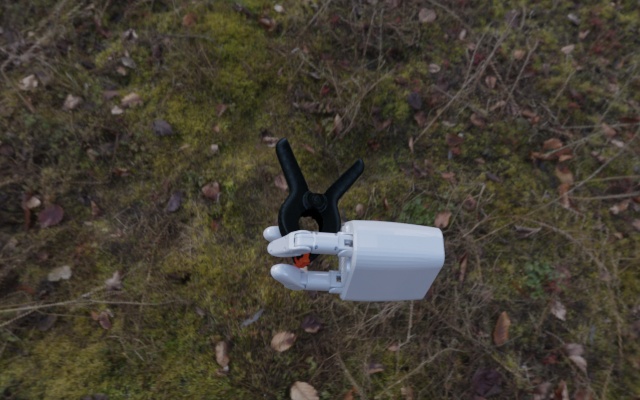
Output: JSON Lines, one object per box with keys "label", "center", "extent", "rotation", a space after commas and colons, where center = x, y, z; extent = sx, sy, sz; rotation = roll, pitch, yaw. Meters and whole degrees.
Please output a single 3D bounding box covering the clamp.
{"label": "clamp", "center": [0.000, 0.002, 0.604], "extent": [0.120, 0.171, 0.039], "rotation": [3, -22, -8]}
